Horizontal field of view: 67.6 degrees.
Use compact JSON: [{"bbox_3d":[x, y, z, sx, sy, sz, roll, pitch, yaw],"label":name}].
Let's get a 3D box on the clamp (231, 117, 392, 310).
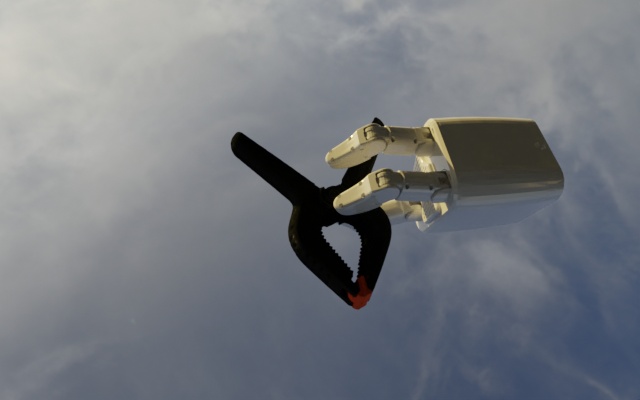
[{"bbox_3d":[0.000,0.002,0.453,0.164,0.209,0.036,-3,-35,-8],"label":"clamp"}]
